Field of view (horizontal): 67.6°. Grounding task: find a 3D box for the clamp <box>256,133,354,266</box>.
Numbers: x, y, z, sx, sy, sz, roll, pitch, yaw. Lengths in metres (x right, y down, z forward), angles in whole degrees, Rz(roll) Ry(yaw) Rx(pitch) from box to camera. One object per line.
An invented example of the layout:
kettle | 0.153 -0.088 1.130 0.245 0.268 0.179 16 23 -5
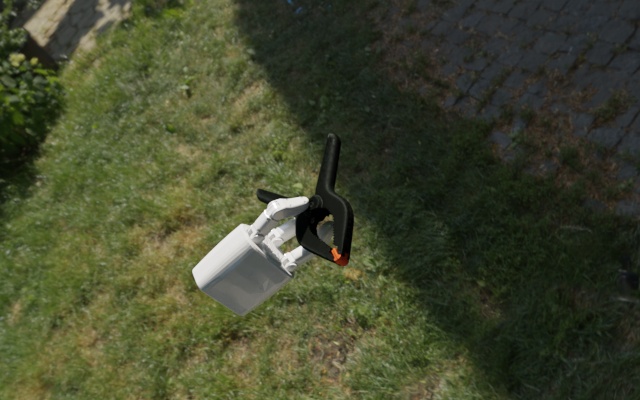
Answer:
clamp | 0.000 0.003 0.709 0.036 0.164 0.210 36 15 -49
